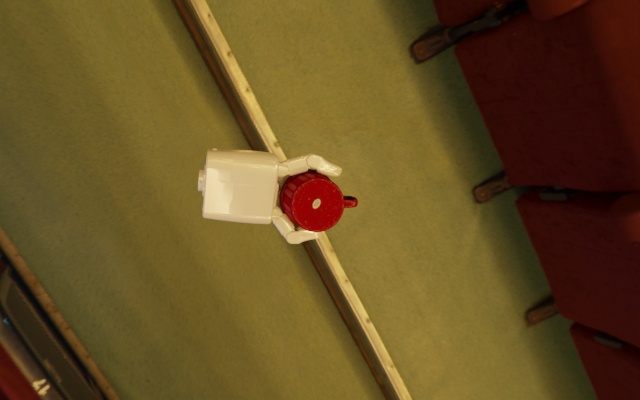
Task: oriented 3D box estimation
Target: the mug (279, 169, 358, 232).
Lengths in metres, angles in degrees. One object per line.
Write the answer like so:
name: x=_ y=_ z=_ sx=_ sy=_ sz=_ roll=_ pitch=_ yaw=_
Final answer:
mug: x=0.002 y=0.003 z=0.729 sx=0.117 sy=0.093 sz=0.081 roll=3 pitch=7 yaw=-12
